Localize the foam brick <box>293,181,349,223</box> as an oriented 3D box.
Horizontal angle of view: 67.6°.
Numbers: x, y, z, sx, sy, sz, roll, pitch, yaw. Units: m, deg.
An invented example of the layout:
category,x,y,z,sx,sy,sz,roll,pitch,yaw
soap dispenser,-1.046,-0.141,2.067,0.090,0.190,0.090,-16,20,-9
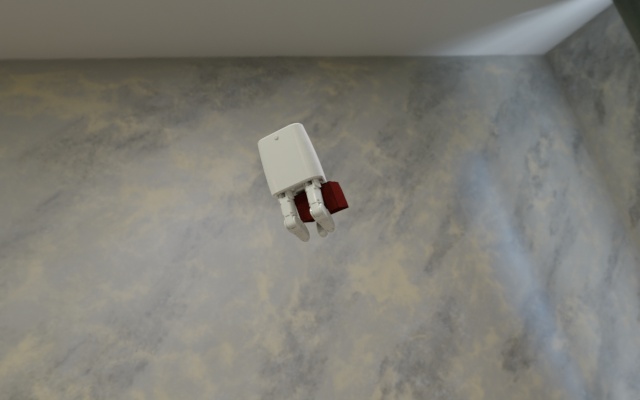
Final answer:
category,x,y,z,sx,sy,sz,roll,pitch,yaw
foam brick,0.000,0.003,0.850,0.078,0.051,0.053,-23,-9,20
